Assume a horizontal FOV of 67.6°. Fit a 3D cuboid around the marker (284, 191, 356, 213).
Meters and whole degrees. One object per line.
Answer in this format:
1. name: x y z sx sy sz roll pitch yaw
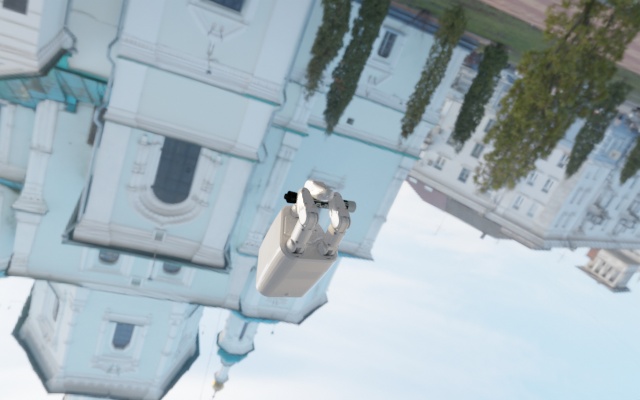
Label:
1. marker: 0.000 0.002 0.718 0.121 0.020 0.020 9 -5 -31
